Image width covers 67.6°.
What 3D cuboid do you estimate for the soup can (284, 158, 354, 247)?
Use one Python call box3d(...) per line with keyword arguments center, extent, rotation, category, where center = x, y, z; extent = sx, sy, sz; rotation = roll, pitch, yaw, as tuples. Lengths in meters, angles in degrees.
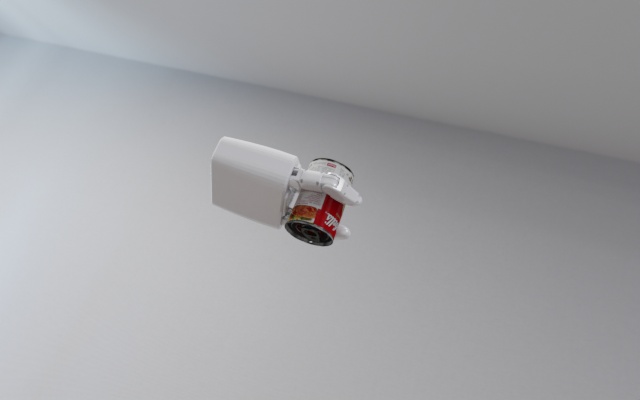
box3d(center=(0.001, 0.002, 0.649), extent=(0.068, 0.102, 0.068), rotation=(17, -25, 8), category="soup can")
